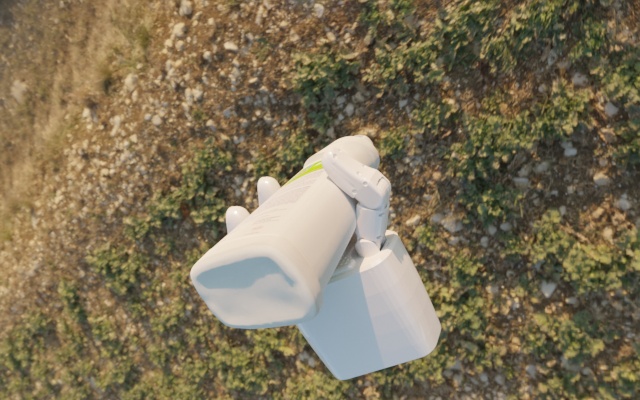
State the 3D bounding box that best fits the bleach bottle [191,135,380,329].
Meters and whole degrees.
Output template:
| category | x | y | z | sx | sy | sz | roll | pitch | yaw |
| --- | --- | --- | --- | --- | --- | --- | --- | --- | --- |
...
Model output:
| category | x | y | z | sx | sy | sz | roll | pitch | yaw |
| --- | --- | --- | --- | --- | --- | --- | --- | --- | --- |
| bleach bottle | 0.000 | 0.001 | 0.419 | 0.102 | 0.068 | 0.250 | -17 | 21 | 35 |
